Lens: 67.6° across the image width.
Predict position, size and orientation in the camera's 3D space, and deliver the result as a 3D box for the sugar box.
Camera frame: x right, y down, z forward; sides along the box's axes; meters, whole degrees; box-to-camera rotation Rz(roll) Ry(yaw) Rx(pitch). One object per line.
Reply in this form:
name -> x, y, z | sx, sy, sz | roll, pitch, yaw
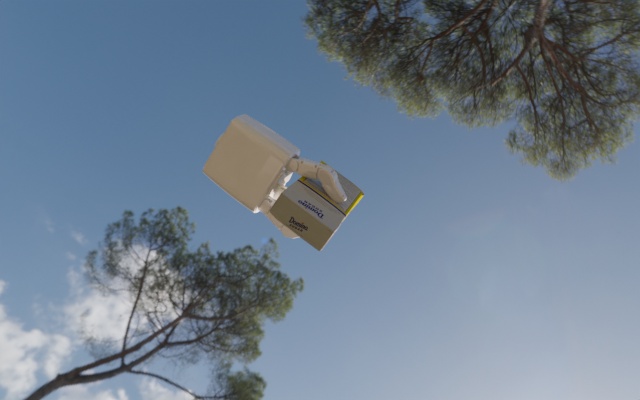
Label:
sugar box -> 0.000, 0.003, 0.729 | 0.093, 0.048, 0.176 | 37, 29, 4
